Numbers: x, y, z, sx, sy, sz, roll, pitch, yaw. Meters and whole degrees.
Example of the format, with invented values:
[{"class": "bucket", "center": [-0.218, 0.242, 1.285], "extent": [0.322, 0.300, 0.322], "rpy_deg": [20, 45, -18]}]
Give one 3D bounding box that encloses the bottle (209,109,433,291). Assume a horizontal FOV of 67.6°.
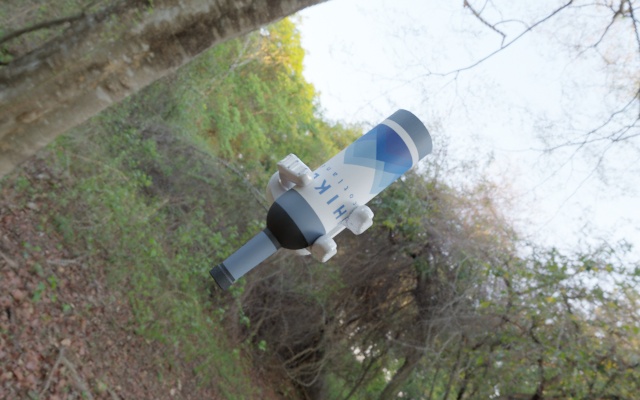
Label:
[{"class": "bottle", "center": [0.000, 0.002, 0.554], "extent": [0.295, 0.069, 0.069], "rpy_deg": [-37, 9, -12]}]
